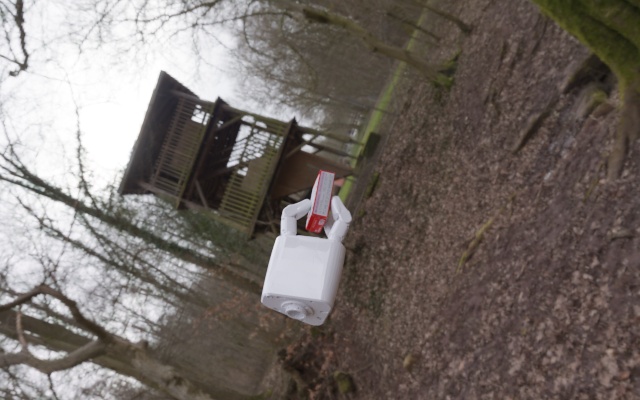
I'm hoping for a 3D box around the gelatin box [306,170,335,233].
[{"bbox_3d":[0.000,0.002,0.828,0.030,0.089,0.073,12,-24,-5],"label":"gelatin box"}]
